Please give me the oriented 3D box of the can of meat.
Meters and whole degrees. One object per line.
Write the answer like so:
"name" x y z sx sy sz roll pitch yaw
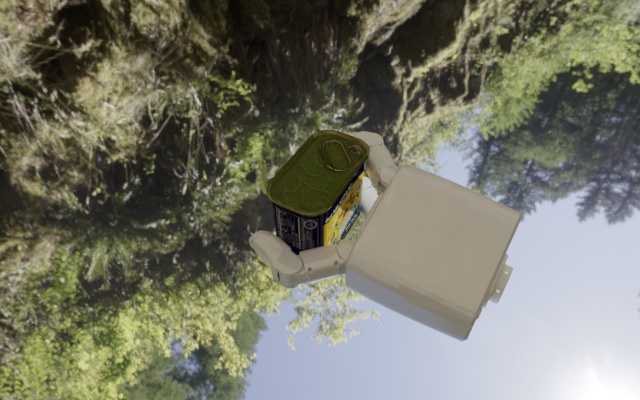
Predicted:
"can of meat" 0.000 0.002 0.426 0.057 0.084 0.102 21 50 20
